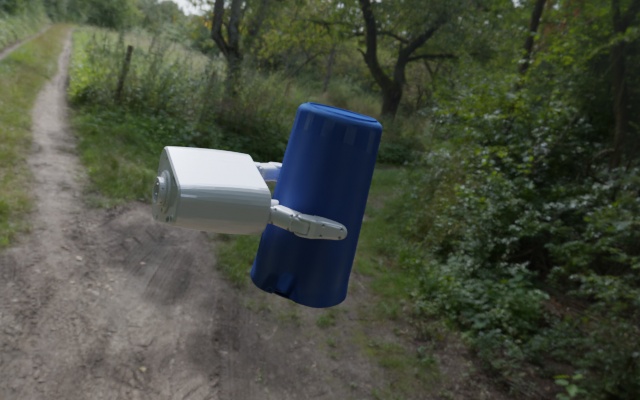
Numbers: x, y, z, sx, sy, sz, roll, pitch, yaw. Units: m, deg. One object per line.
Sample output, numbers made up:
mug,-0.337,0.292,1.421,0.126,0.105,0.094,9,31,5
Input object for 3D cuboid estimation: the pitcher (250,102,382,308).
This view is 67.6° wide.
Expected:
pitcher,0.000,0.002,0.627,0.145,0.243,0.149,6,17,-30
